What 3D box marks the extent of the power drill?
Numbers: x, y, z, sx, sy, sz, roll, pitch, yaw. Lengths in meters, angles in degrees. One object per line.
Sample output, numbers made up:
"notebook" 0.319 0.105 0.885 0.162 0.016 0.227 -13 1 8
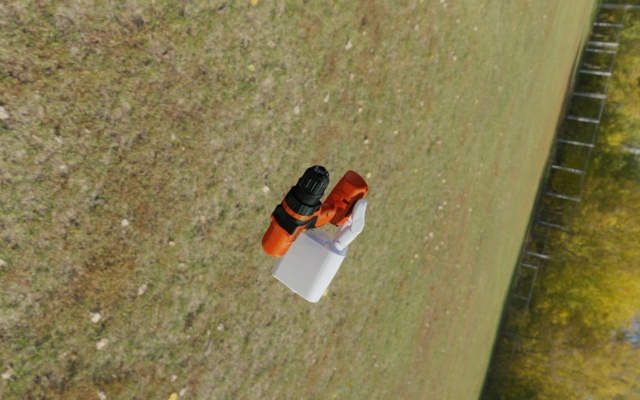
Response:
"power drill" 0.000 0.003 0.790 0.187 0.057 0.184 -18 -29 -50
